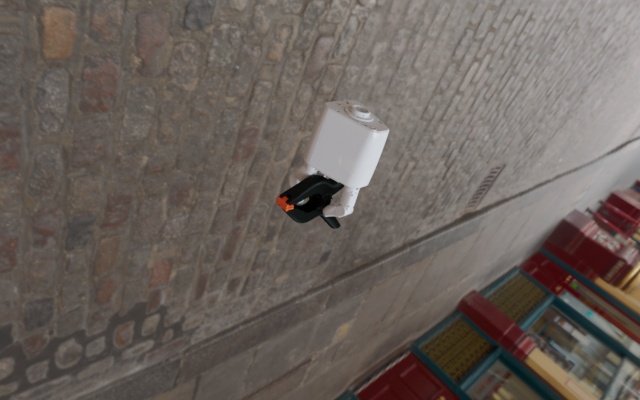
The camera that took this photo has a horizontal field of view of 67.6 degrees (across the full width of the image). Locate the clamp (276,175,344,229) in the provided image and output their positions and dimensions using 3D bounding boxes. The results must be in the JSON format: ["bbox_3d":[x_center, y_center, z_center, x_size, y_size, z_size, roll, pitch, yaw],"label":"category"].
[{"bbox_3d":[0.000,0.003,0.864,0.036,0.165,0.210,39,36,29],"label":"clamp"}]
